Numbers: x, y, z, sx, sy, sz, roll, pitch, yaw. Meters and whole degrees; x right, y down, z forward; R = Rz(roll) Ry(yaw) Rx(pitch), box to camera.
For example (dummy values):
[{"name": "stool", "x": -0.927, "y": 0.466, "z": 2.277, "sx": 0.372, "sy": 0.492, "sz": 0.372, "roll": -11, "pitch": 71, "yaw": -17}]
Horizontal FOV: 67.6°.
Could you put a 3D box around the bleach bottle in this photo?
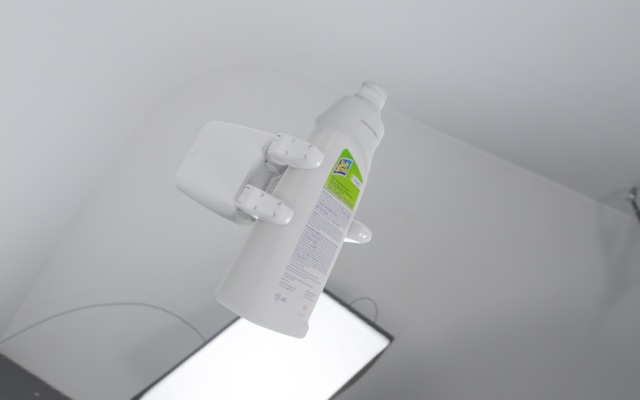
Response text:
[{"name": "bleach bottle", "x": 0.000, "y": 0.002, "z": 0.462, "sx": 0.068, "sy": 0.251, "sz": 0.103, "roll": 22, "pitch": -11, "yaw": 35}]
